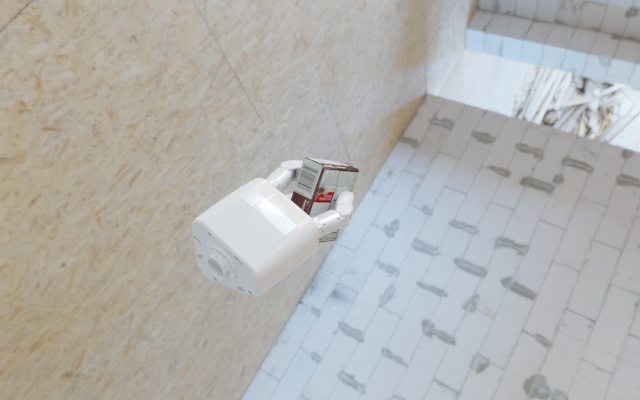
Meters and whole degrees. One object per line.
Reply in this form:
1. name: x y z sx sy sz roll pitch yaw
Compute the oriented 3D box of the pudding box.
1. pudding box: 0.000 0.002 0.647 0.039 0.113 0.090 28 16 31
